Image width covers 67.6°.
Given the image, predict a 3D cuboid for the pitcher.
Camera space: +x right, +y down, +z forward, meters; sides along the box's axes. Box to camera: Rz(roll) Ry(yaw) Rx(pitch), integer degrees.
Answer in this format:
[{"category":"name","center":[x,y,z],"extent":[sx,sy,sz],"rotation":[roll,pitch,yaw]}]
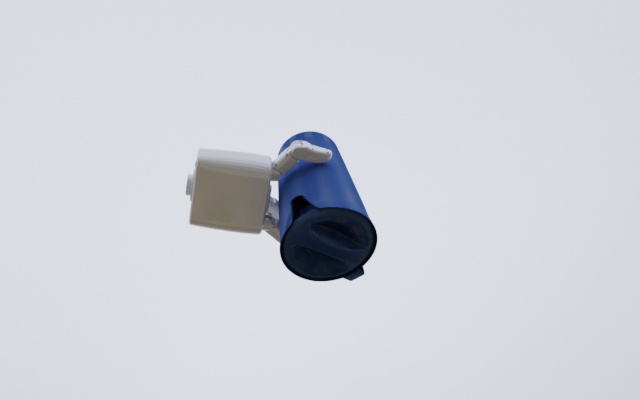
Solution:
[{"category":"pitcher","center":[0.000,0.002,0.735],"extent":[0.145,0.149,0.242],"rotation":[7,35,-14]}]
